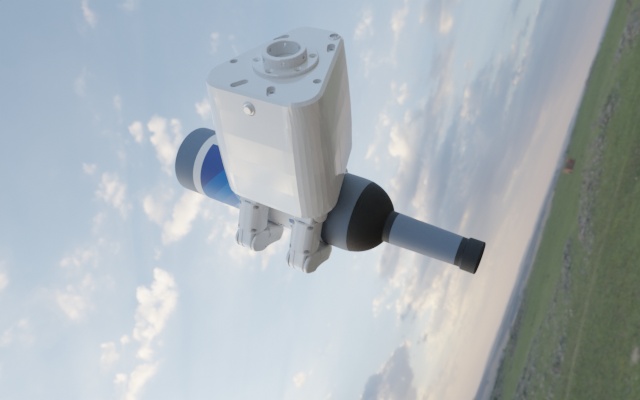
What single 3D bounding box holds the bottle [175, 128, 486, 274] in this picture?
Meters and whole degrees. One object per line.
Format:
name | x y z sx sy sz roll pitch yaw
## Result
bottle | 0.000 0.001 0.438 0.295 0.069 0.069 19 8 23
